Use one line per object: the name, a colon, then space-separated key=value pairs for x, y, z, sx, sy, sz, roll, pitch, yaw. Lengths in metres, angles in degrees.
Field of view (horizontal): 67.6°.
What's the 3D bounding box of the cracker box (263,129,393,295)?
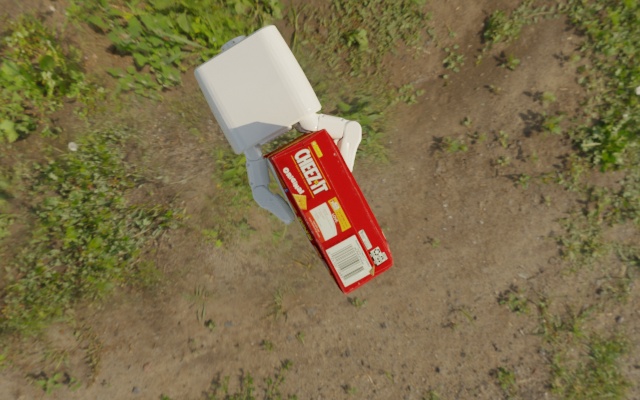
cracker box: x=0.000 y=0.002 z=0.584 sx=0.072 sy=0.164 sz=0.213 roll=-29 pitch=9 yaw=-5
